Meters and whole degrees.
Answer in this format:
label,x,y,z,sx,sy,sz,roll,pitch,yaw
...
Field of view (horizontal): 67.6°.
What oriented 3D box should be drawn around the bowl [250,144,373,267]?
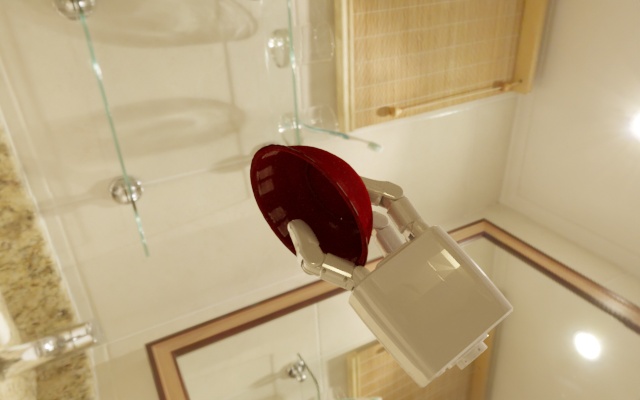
label,x,y,z,sx,sy,sz,roll,pitch,yaw
bowl,-0.001,0.000,0.501,0.055,0.162,0.162,-40,24,-32
